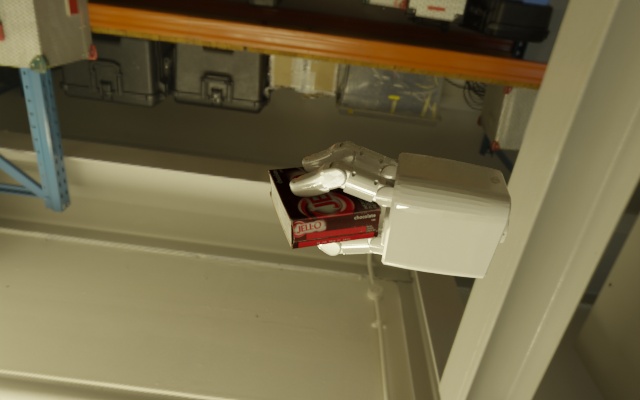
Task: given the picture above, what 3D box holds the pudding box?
[{"bbox_3d":[0.000,0.002,0.496,0.090,0.039,0.113,-6,28,-16],"label":"pudding box"}]
